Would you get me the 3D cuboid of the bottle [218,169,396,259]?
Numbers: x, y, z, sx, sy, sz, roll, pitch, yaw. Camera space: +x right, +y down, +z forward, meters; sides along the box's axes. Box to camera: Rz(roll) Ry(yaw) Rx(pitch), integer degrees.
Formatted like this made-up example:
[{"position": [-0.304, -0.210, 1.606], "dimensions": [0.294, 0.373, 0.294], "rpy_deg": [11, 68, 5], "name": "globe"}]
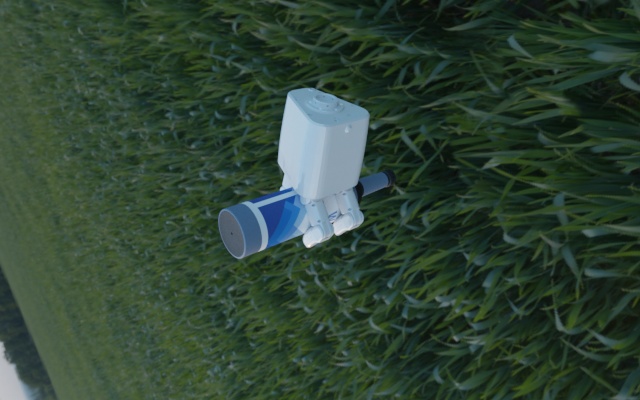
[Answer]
[{"position": [0.000, 0.002, 0.688], "dimensions": [0.295, 0.069, 0.069], "rpy_deg": [-20, 12, -36], "name": "bottle"}]
